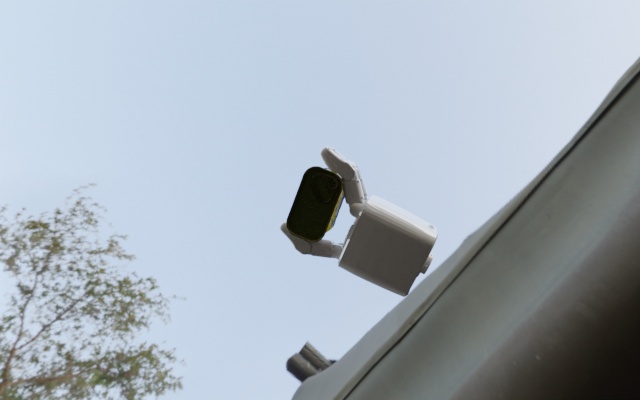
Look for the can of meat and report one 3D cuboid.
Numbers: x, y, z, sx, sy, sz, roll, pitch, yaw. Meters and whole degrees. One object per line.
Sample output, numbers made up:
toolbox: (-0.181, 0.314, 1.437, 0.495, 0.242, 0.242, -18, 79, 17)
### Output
can of meat: (0.000, 0.002, 0.685, 0.057, 0.102, 0.084, 22, 9, 10)
